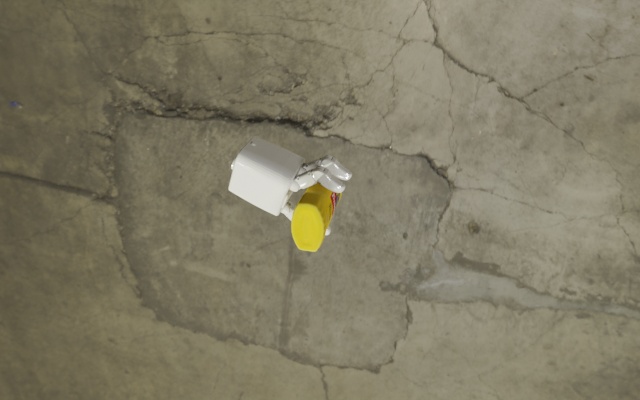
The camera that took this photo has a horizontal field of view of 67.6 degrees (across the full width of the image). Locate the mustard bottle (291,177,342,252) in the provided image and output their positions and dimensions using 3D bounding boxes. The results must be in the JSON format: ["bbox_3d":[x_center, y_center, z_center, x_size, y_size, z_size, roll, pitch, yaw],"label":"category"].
[{"bbox_3d":[0.000,0.003,0.864,0.058,0.096,0.191,6,29,12],"label":"mustard bottle"}]
